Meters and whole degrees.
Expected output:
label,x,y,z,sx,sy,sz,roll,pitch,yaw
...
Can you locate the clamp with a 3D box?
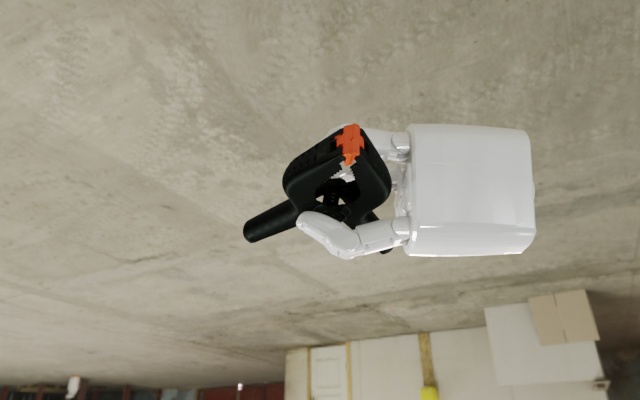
label,x,y,z,sx,sy,sz,roll,pitch,yaw
clamp,0.000,0.002,0.443,0.164,0.036,0.210,1,-27,0
